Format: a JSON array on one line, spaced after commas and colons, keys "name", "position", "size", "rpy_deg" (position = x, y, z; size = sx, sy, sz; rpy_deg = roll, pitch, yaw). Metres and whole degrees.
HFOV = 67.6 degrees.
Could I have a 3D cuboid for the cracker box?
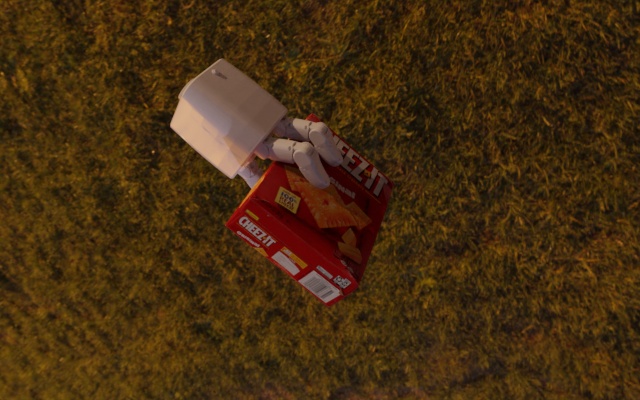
[{"name": "cracker box", "position": [0.000, 0.002, 0.622], "size": [0.072, 0.164, 0.213], "rpy_deg": [-41, 13, 40]}]
